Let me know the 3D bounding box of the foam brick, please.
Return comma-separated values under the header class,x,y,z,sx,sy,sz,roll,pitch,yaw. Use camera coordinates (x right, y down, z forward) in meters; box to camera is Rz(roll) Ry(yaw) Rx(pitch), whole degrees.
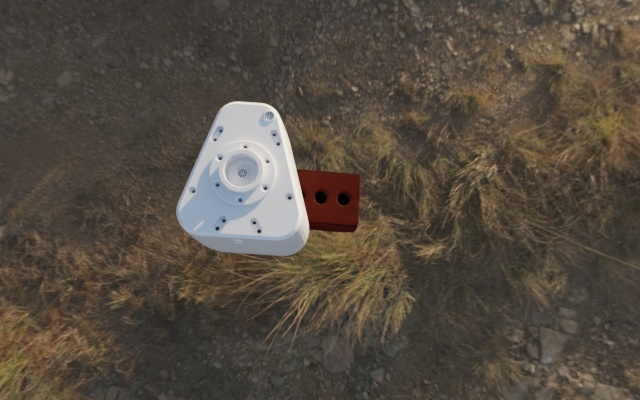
class,x,y,z,sx,sy,sz,roll,pitch,yaw
foam brick,0.000,0.002,0.480,0.078,0.053,0.051,4,-11,-1
